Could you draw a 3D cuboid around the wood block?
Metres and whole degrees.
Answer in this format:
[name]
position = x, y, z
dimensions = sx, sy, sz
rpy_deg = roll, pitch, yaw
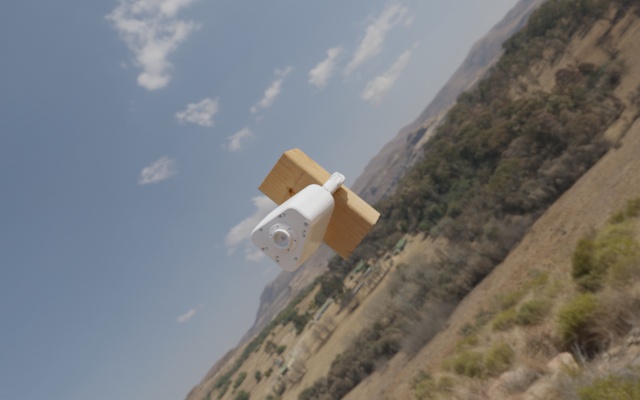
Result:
[wood block]
position = 0.000, 0.003, 0.893
dimensions = 0.206, 0.091, 0.090
rpy_deg = 39, 16, 4
